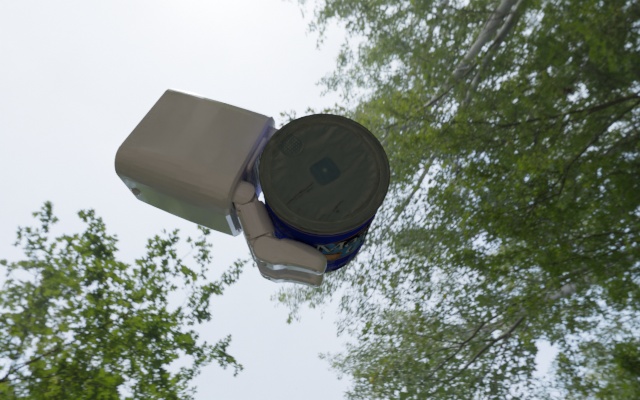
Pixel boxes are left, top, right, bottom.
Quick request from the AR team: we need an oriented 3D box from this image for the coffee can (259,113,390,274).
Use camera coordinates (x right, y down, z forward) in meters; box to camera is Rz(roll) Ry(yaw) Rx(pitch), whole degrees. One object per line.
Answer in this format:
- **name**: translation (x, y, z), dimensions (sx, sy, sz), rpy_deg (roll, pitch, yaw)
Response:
- **coffee can**: translation (0.000, 0.001, 0.434), dimensions (0.103, 0.102, 0.140), rpy_deg (0, -21, -3)
